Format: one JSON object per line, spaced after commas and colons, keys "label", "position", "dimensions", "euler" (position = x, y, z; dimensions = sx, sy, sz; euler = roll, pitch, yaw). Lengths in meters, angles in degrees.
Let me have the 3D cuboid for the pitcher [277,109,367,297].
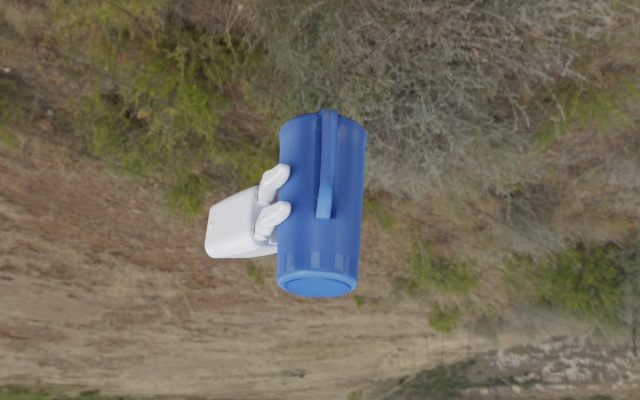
{"label": "pitcher", "position": [0.000, 0.002, 0.671], "dimensions": [0.145, 0.242, 0.149], "euler": [-17, -32, 35]}
